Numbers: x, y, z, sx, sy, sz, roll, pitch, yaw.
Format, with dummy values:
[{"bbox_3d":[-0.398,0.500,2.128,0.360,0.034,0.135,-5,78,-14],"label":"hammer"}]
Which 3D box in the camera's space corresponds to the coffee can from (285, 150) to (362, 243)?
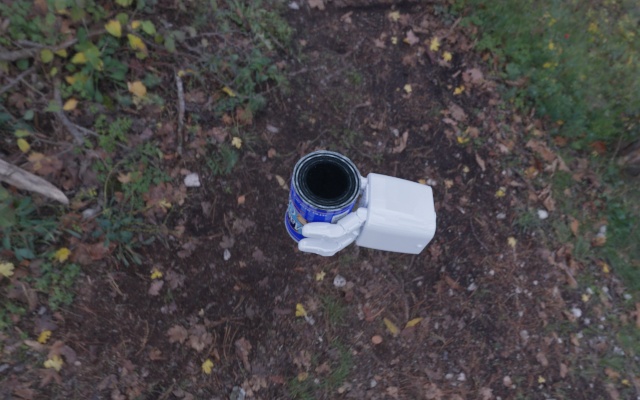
[{"bbox_3d":[0.000,0.002,0.753,0.103,0.102,0.140,0,-28,-9],"label":"coffee can"}]
